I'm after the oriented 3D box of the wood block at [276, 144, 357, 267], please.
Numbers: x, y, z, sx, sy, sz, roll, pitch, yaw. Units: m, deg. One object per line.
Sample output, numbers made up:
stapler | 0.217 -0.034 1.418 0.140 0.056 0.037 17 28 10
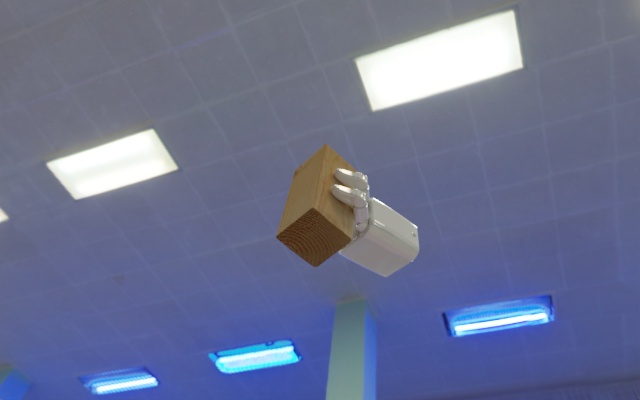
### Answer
wood block | 0.000 0.003 0.833 0.091 0.090 0.206 -40 21 28
